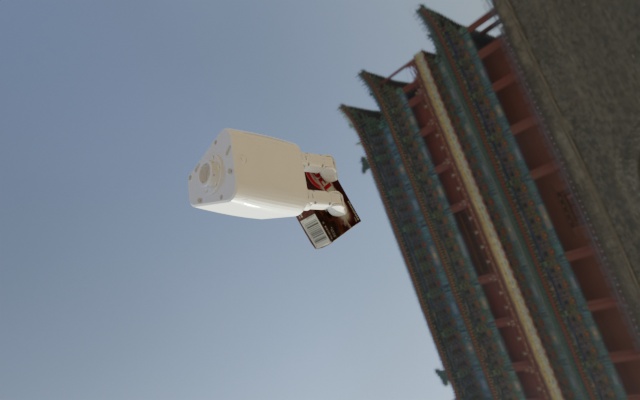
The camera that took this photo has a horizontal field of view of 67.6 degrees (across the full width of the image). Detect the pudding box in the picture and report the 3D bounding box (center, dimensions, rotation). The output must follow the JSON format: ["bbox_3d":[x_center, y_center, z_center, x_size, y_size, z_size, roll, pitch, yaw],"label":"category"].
[{"bbox_3d":[0.000,0.002,0.688,0.039,0.113,0.090,-26,2,38],"label":"pudding box"}]
